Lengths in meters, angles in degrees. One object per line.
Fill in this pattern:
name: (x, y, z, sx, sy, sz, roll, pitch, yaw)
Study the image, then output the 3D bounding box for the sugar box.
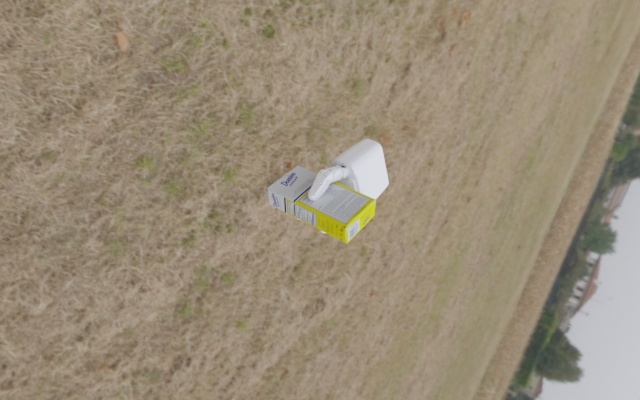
sugar box: (0.000, 0.003, 0.860, 0.176, 0.048, 0.093, 24, 45, 29)
